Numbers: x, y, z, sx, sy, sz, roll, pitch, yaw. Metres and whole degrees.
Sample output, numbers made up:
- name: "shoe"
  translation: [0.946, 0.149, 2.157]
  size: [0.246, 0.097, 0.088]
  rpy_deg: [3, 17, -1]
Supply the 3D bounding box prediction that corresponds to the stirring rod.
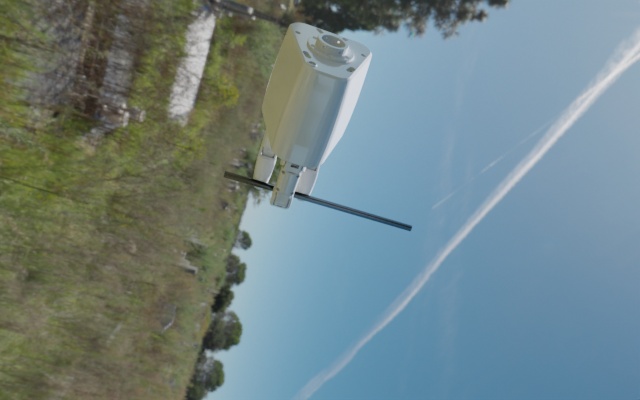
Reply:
- name: "stirring rod"
  translation: [0.000, 0.002, 0.585]
  size: [0.239, 0.011, 0.011]
  rpy_deg: [16, -3, -9]
